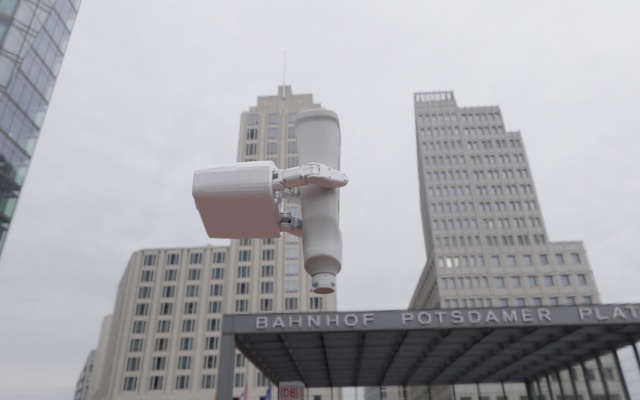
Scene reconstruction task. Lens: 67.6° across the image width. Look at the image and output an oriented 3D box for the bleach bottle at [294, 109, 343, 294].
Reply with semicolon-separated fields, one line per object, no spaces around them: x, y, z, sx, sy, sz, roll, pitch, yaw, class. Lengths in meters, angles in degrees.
0.000;0.002;0.665;0.068;0.250;0.103;-4;-28;5;bleach bottle
